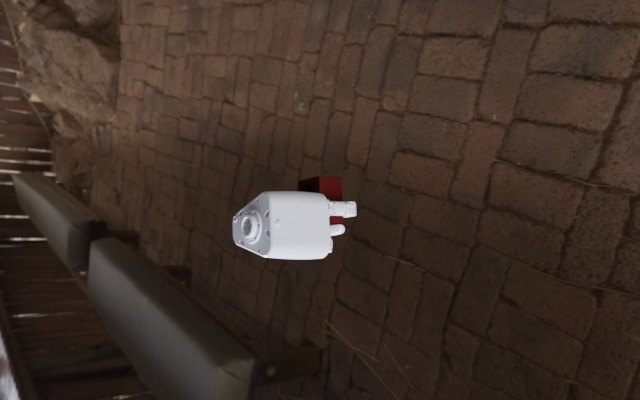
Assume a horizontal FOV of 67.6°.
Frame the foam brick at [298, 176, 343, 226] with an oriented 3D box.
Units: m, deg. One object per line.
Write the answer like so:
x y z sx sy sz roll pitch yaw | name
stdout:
0.000 0.002 0.775 0.051 0.078 0.053 4 -10 -40 | foam brick
